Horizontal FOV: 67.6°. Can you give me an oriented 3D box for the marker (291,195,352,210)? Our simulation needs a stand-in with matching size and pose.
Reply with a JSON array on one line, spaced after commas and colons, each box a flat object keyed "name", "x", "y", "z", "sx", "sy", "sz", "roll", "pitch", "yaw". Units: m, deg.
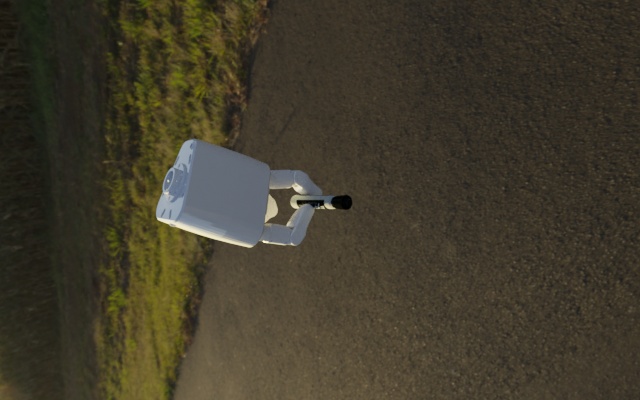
[{"name": "marker", "x": 0.000, "y": 0.002, "z": 0.635, "sx": 0.020, "sy": 0.020, "sz": 0.121, "roll": 0, "pitch": 0, "yaw": -36}]
